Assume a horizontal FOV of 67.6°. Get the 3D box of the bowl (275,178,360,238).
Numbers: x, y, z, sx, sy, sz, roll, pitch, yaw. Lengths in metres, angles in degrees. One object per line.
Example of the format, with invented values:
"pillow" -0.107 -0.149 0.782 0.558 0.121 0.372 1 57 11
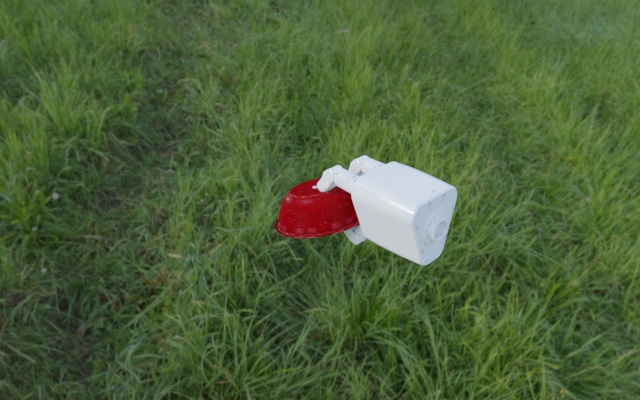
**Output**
"bowl" -0.001 0.002 0.766 0.162 0.055 0.162 -11 18 4
